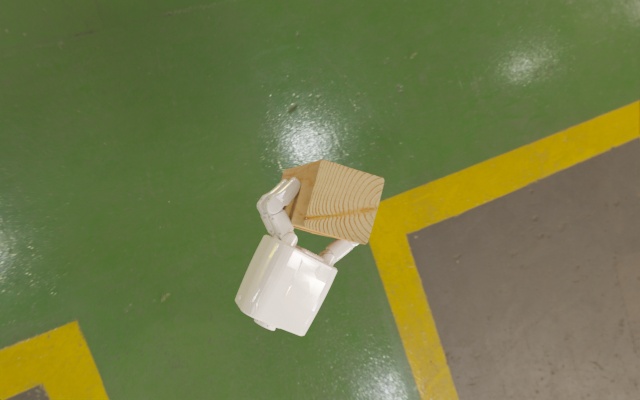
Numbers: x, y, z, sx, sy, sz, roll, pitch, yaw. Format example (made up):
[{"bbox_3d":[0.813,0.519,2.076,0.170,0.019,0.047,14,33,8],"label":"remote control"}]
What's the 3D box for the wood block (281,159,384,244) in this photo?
[{"bbox_3d":[0.000,0.003,0.690,0.091,0.090,0.206,17,-5,-17],"label":"wood block"}]
